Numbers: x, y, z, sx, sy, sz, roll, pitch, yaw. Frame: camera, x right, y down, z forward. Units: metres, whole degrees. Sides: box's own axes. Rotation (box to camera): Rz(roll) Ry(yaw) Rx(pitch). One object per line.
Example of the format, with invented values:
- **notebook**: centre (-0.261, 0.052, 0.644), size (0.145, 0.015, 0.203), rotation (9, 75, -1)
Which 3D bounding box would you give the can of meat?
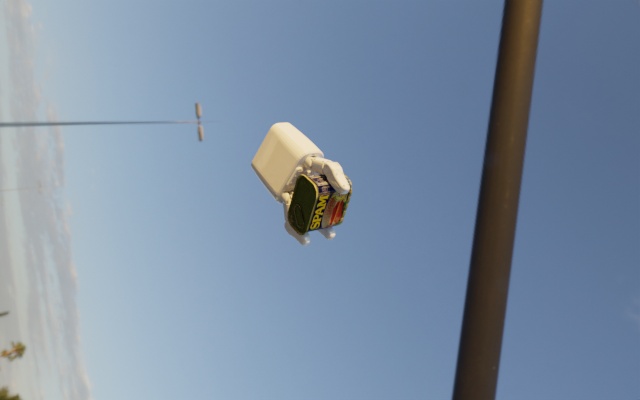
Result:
- **can of meat**: centre (0.000, 0.003, 0.811), size (0.084, 0.102, 0.057), rotation (-10, 40, -38)
